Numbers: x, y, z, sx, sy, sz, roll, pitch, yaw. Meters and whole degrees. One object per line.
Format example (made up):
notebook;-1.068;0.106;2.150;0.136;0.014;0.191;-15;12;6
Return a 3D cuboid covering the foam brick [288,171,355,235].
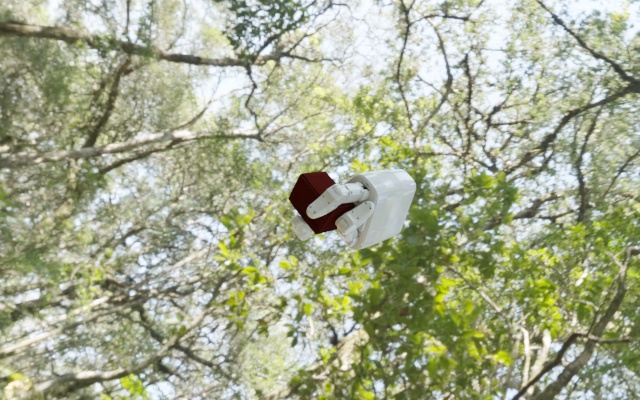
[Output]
foam brick;0.000;0.002;0.700;0.051;0.078;0.053;-12;-36;-43
